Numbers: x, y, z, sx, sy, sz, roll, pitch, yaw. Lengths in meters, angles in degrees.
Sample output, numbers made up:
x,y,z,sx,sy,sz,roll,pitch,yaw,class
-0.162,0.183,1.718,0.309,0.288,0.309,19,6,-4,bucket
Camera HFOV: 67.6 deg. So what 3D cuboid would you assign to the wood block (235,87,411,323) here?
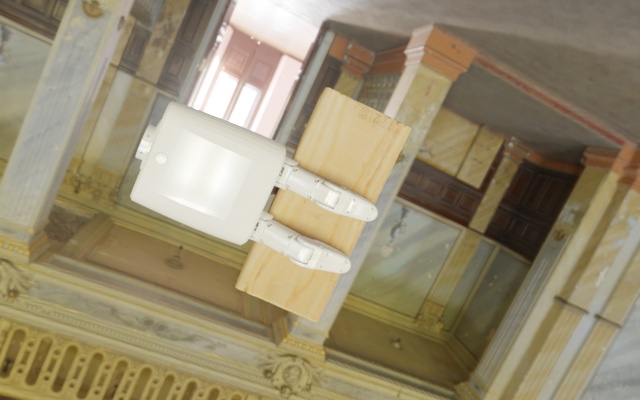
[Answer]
x,y,z,sx,sy,sz,roll,pitch,yaw,class
0.000,0.001,0.487,0.090,0.206,0.091,25,7,-6,wood block
